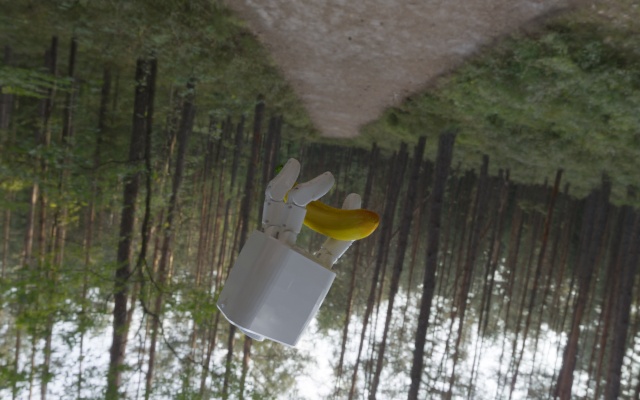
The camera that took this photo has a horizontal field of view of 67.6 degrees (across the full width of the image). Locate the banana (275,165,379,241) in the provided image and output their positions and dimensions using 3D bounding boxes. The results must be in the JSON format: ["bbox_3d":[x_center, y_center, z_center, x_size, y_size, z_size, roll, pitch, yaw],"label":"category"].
[{"bbox_3d":[0.004,0.014,0.598,0.037,0.070,0.197,-41,41,-21],"label":"banana"}]
